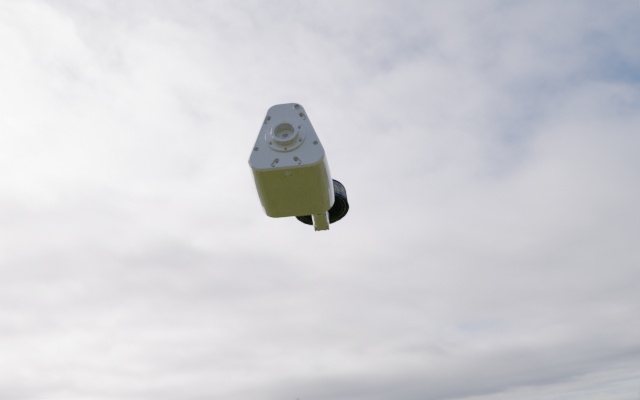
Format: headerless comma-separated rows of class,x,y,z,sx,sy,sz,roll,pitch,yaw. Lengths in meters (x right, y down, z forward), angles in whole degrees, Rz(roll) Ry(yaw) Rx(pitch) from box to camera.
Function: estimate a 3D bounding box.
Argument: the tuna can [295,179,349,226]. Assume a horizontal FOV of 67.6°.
tuna can,0.000,0.002,0.739,0.086,0.033,0.086,-5,-36,-4
